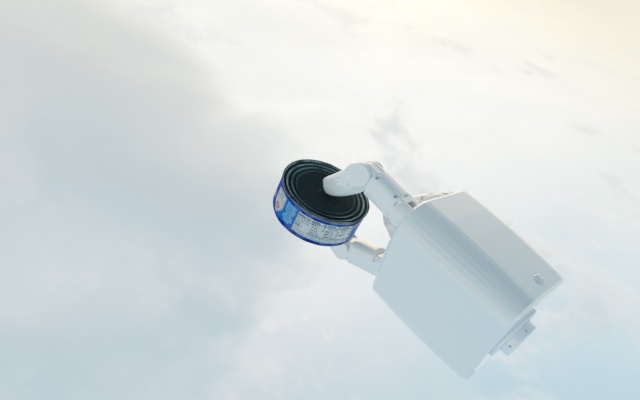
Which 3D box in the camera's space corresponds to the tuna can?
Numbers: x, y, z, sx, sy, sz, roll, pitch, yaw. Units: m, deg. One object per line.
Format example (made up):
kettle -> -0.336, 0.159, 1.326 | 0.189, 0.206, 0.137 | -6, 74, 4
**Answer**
tuna can -> 0.000, 0.002, 0.442 | 0.086, 0.034, 0.086 | 17, 37, -13
